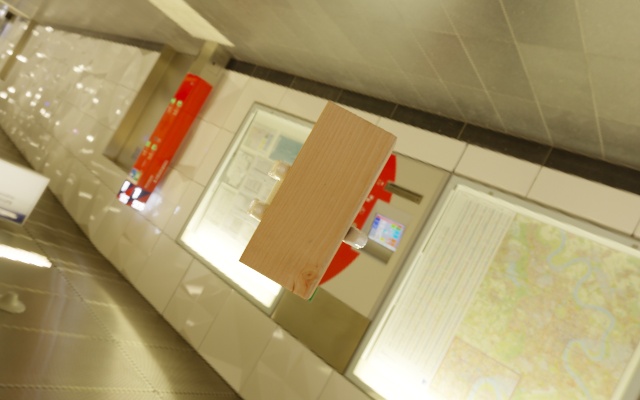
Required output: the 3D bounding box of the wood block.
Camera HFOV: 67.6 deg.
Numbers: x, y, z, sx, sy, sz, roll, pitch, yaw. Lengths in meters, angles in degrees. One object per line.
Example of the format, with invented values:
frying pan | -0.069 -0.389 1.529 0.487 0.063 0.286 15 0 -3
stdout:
wood block | 0.000 0.002 0.568 0.091 0.206 0.090 29 -3 6
